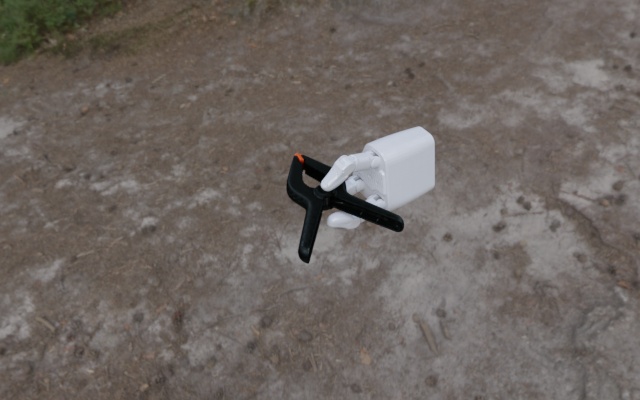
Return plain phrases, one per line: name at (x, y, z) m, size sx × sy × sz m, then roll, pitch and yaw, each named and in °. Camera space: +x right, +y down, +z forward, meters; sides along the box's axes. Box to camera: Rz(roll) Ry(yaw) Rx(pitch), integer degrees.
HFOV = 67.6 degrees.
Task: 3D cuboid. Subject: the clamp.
clamp at (0.000, 0.001, 0.716) m, size 0.164 × 0.036 × 0.210 m, roll -21°, pitch 49°, yaw -27°
